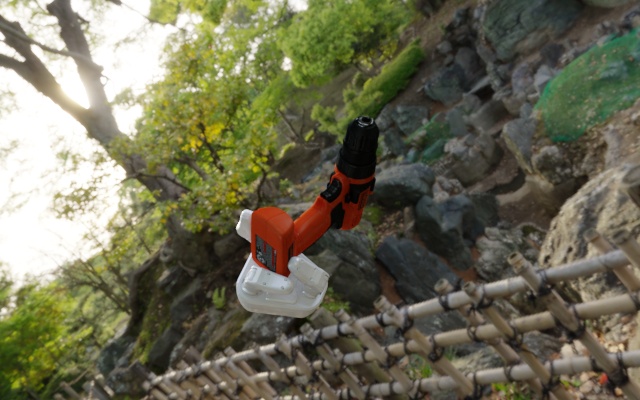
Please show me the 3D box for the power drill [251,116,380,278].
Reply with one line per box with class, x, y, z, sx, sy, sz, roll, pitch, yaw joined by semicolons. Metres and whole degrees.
power drill;0.000;0.002;0.588;0.057;0.185;0.187;35;52;26
